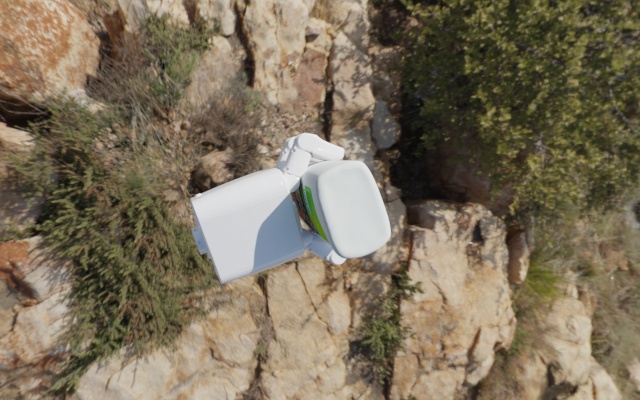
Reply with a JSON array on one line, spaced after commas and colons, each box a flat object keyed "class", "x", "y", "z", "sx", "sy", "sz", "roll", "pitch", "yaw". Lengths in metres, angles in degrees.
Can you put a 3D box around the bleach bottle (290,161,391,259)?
[{"class": "bleach bottle", "x": 0.000, "y": 0.002, "z": 0.603, "sx": 0.068, "sy": 0.102, "sz": 0.251, "roll": -21, "pitch": 8, "yaw": -14}]
